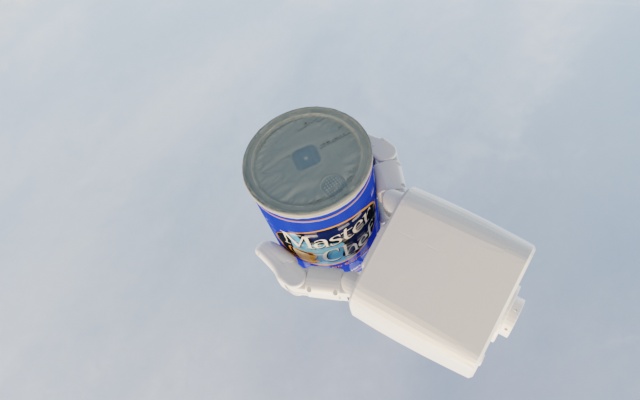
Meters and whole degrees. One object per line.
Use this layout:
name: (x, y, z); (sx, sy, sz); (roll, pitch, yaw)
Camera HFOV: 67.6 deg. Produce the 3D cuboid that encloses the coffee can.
coffee can: (0.000, 0.001, 0.427); (0.103, 0.102, 0.140); (0, -30, 11)
